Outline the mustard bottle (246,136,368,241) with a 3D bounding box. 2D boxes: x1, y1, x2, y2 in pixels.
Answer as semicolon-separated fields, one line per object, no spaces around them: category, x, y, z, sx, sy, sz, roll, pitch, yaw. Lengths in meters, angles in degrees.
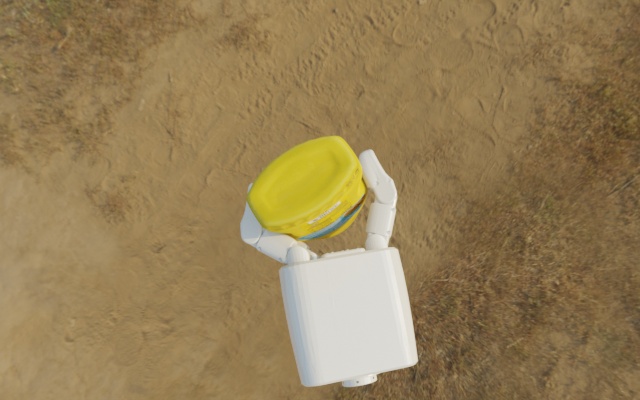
mustard bottle;0.000;0.001;0.469;0.096;0.058;0.192;-35;-14;2
